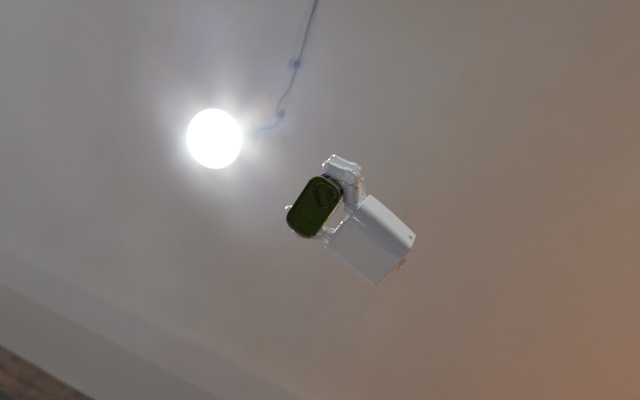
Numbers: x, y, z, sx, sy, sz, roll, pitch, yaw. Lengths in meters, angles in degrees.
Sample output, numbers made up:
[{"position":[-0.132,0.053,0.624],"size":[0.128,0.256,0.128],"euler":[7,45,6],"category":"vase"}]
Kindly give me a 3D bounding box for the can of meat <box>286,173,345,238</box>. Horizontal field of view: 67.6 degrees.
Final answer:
[{"position":[0.000,0.003,0.780],"size":[0.057,0.102,0.084],"euler":[37,21,7],"category":"can of meat"}]
